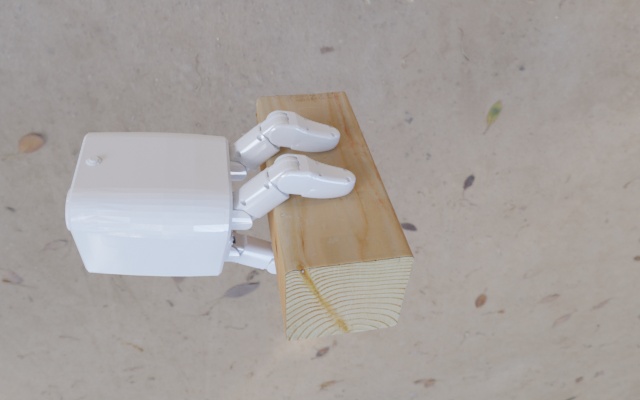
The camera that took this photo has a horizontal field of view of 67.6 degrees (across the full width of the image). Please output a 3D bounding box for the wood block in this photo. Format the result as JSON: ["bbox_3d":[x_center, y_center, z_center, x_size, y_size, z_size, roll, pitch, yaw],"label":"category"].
[{"bbox_3d":[0.000,0.002,0.412,0.090,0.091,0.206,-6,45,-9],"label":"wood block"}]
